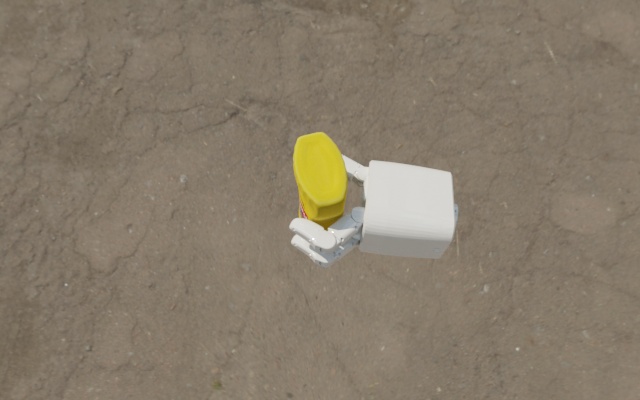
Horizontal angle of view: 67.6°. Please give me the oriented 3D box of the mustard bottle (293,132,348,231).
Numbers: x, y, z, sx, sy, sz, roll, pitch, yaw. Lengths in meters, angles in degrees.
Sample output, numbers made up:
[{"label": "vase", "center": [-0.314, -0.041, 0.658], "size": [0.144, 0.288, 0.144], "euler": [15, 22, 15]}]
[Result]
[{"label": "mustard bottle", "center": [0.000, 0.002, 0.615], "size": [0.058, 0.096, 0.192], "euler": [-15, -24, -7]}]
